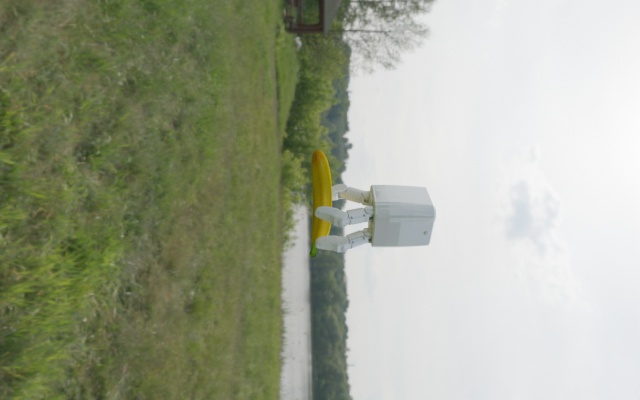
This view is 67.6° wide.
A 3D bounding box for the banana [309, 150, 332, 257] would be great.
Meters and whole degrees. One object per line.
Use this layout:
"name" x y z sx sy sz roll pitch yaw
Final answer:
"banana" 0.002 0.000 0.866 0.037 0.198 0.069 2 18 5
